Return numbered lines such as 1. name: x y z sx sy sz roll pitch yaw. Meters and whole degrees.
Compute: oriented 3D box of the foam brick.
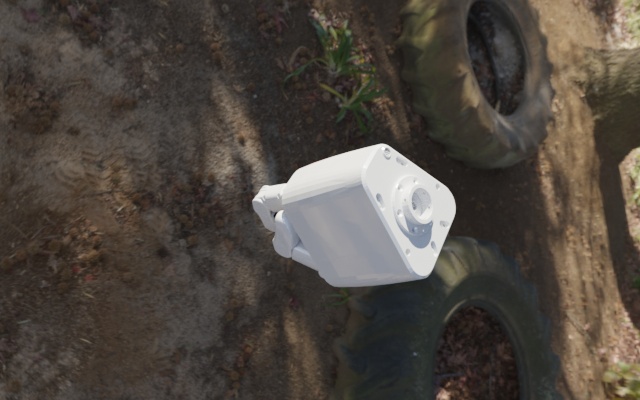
1. foam brick: 0.000 0.001 0.494 0.053 0.078 0.051 45 -34 -22
